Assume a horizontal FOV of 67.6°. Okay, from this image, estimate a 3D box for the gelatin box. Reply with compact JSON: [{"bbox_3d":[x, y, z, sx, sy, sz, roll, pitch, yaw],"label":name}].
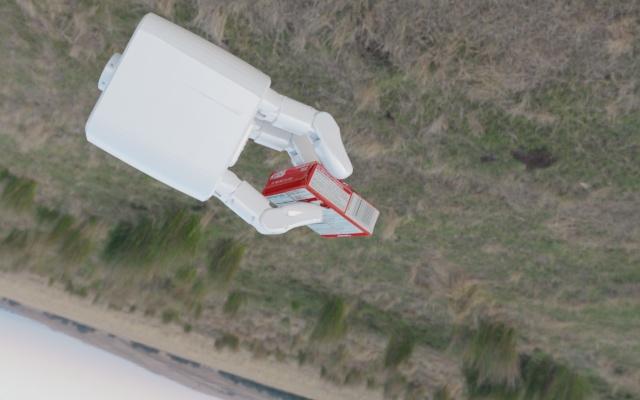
[{"bbox_3d":[0.000,0.002,0.454,0.089,0.030,0.073,37,-26,-28],"label":"gelatin box"}]
